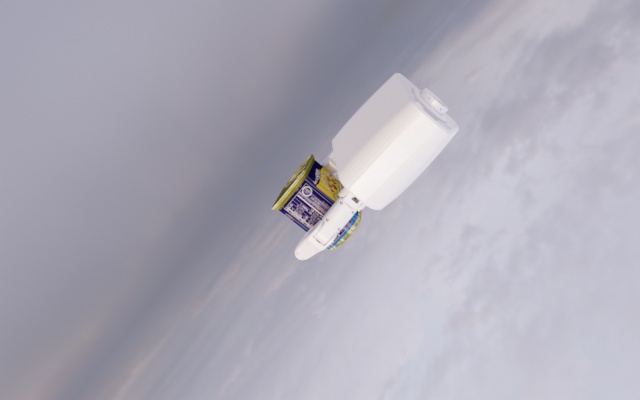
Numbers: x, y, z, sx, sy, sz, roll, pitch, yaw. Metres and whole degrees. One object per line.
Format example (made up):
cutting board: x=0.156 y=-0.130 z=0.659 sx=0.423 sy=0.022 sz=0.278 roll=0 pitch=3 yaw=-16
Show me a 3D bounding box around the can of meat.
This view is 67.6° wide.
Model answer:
can of meat: x=0.000 y=0.002 z=0.550 sx=0.084 sy=0.057 sz=0.102 roll=39 pitch=19 yaw=-8
